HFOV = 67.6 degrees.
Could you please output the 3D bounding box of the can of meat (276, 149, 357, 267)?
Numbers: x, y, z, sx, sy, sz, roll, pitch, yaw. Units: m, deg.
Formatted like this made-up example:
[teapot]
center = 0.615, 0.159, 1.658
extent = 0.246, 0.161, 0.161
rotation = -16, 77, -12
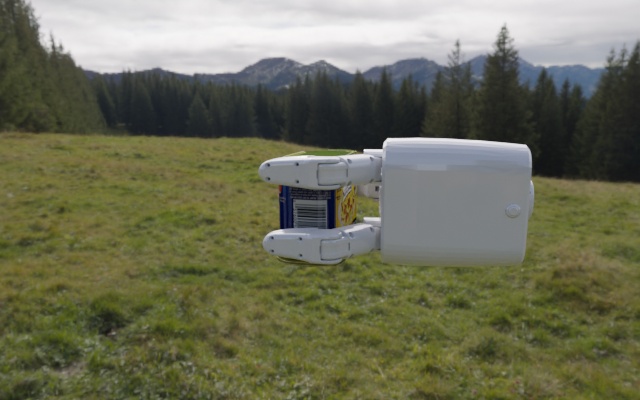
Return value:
[can of meat]
center = 0.000, 0.001, 0.412
extent = 0.057, 0.084, 0.102
rotation = 3, 12, 15
